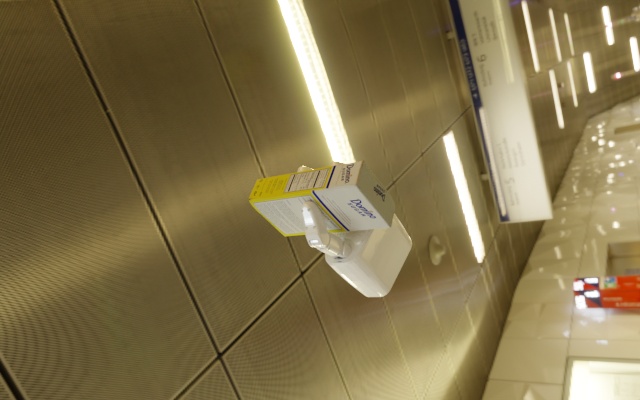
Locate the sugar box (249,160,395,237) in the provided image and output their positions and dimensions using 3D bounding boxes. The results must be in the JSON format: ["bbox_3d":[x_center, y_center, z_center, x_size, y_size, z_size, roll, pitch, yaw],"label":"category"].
[{"bbox_3d":[0.000,0.002,0.629,0.176,0.048,0.093,-9,-41,34],"label":"sugar box"}]
